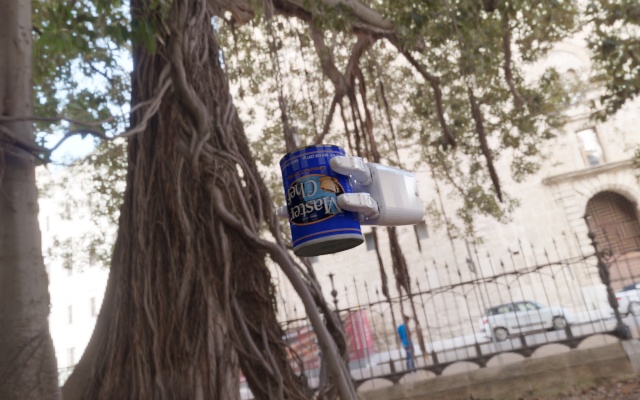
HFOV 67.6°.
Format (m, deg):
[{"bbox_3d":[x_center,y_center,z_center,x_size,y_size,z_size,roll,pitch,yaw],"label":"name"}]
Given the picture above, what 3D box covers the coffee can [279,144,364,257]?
[{"bbox_3d":[0.000,0.002,0.698,0.103,0.140,0.103,-10,-16,-3],"label":"coffee can"}]
